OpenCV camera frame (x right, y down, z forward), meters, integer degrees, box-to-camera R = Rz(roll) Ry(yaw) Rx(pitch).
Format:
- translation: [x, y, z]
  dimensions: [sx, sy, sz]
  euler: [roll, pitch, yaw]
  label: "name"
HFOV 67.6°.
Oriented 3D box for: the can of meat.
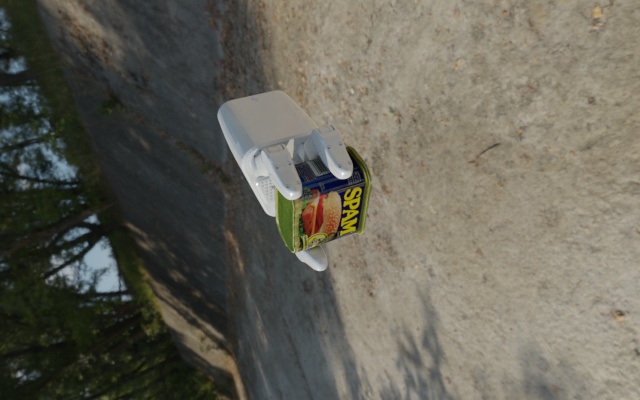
- translation: [0.000, 0.002, 0.499]
  dimensions: [0.084, 0.102, 0.057]
  euler: [-17, 49, -19]
  label: "can of meat"
